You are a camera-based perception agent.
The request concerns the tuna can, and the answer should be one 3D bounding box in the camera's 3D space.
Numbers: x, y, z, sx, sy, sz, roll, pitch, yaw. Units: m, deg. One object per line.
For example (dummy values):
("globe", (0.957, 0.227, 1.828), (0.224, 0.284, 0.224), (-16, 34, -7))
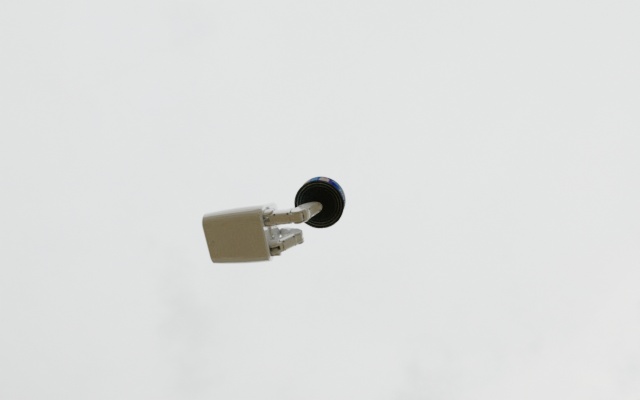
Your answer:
("tuna can", (0.000, 0.002, 0.817), (0.086, 0.086, 0.033), (0, 18, 11))
